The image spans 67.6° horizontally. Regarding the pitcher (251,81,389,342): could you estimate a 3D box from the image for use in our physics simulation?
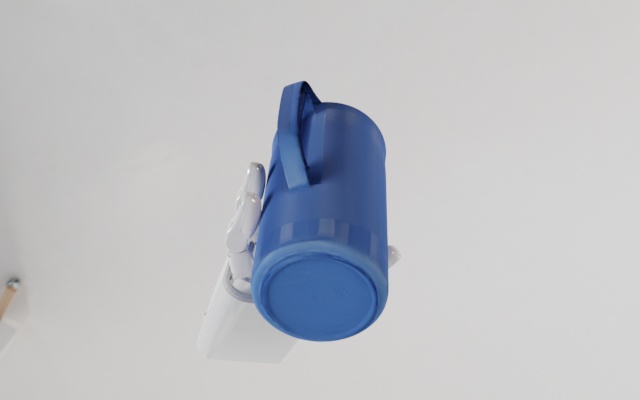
[{"bbox_3d":[0.000,0.002,0.458,0.149,0.145,0.242,24,31,-12],"label":"pitcher"}]
